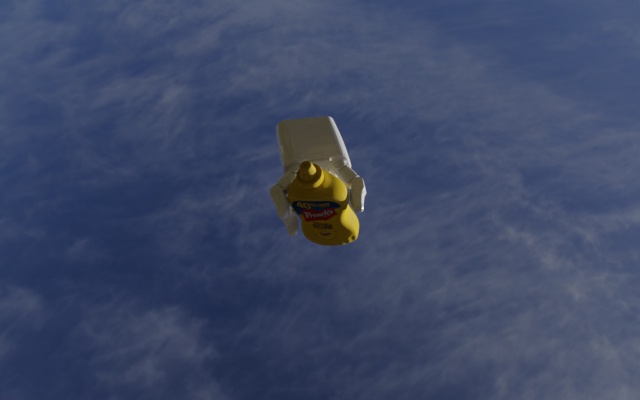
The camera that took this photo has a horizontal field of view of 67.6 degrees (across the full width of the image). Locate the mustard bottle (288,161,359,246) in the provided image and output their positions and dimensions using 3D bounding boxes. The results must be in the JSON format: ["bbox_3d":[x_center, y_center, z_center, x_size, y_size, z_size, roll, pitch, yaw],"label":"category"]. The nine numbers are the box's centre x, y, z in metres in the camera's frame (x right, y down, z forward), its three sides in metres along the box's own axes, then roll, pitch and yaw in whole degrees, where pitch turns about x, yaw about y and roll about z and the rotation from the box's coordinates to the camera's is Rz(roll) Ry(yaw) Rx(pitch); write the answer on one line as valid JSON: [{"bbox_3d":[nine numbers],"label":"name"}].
[{"bbox_3d":[0.000,0.003,0.766,0.096,0.058,0.192,2,-34,17],"label":"mustard bottle"}]
